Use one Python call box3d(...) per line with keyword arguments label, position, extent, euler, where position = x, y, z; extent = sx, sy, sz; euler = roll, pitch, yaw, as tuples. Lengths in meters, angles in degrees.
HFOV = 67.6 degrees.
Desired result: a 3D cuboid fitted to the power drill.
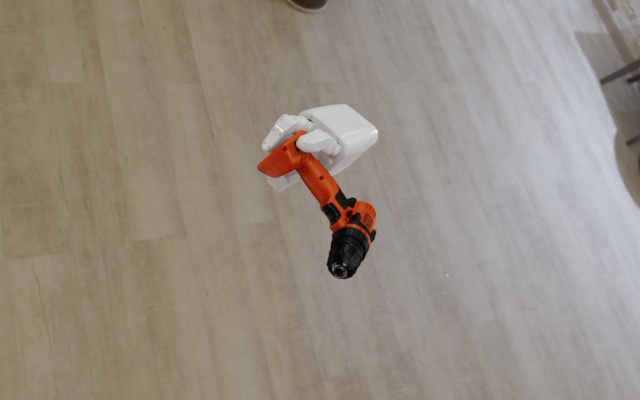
box3d(label="power drill", position=(0.000, 0.002, 0.650), extent=(0.057, 0.188, 0.184), euler=(-36, 9, 23))
